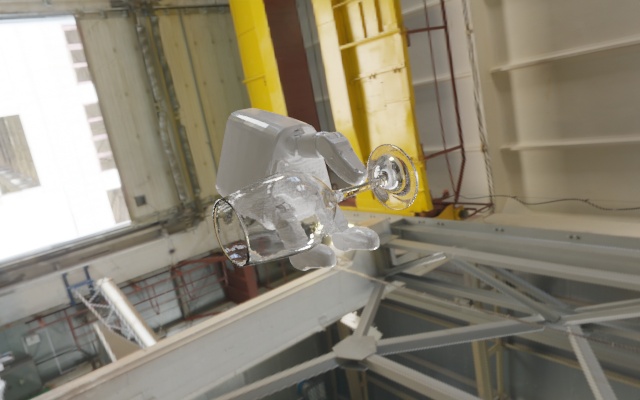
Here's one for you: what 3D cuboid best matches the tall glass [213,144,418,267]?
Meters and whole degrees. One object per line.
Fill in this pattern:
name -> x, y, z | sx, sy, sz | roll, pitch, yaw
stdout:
tall glass -> 0.001, 0.001, 0.463 | 0.201, 0.079, 0.079 | -19, 11, -35
